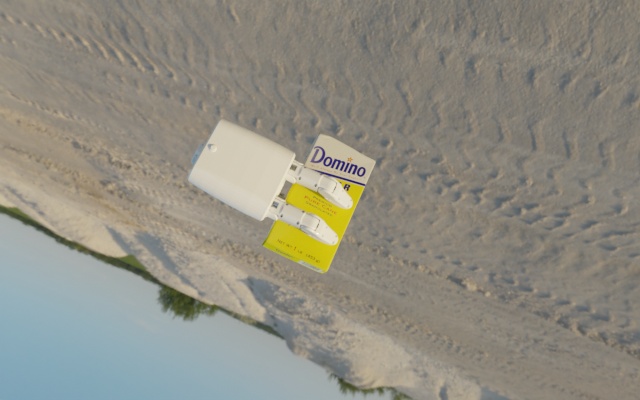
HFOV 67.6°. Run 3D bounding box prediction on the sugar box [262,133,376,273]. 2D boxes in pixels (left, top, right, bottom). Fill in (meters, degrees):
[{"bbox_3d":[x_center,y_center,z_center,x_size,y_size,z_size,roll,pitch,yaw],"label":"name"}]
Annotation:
[{"bbox_3d":[0.000,0.002,0.660,0.093,0.176,0.048,27,-16,-7],"label":"sugar box"}]
